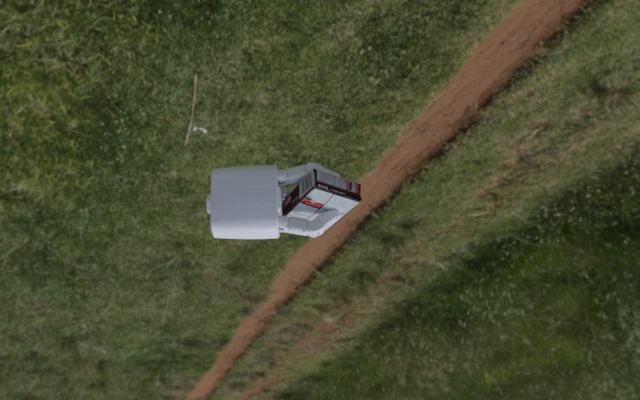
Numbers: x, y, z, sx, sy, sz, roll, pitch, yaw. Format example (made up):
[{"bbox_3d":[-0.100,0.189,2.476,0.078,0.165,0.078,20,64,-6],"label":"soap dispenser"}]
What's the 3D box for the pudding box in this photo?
[{"bbox_3d":[0.000,0.003,0.782,0.090,0.039,0.113,16,-36,-26],"label":"pudding box"}]
